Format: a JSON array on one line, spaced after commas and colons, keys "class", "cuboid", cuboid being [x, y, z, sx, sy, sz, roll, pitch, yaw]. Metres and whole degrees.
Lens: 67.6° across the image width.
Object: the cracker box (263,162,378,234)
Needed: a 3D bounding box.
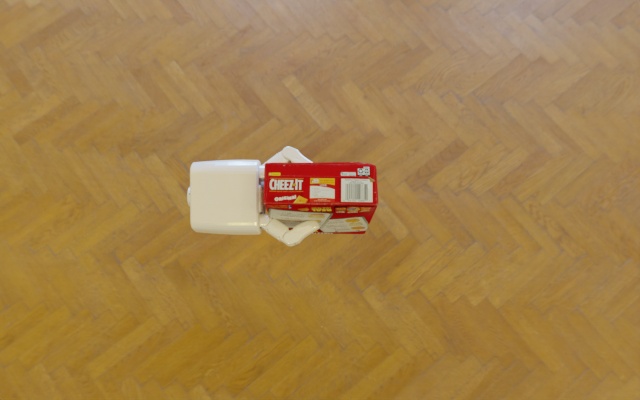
[{"class": "cracker box", "cuboid": [0.000, 0.003, 0.776, 0.164, 0.072, 0.214, 0, -15, 0]}]
